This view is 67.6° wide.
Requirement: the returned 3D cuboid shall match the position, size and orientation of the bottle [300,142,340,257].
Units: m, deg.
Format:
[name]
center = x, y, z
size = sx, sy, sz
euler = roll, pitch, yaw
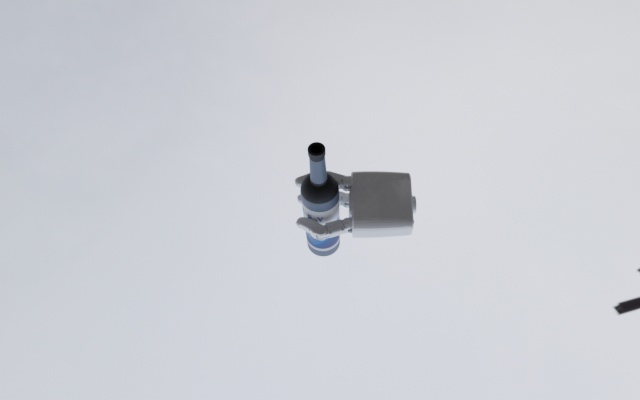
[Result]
[bottle]
center = 0.000, 0.003, 0.845
size = 0.069, 0.069, 0.296
euler = 0, -34, 3
